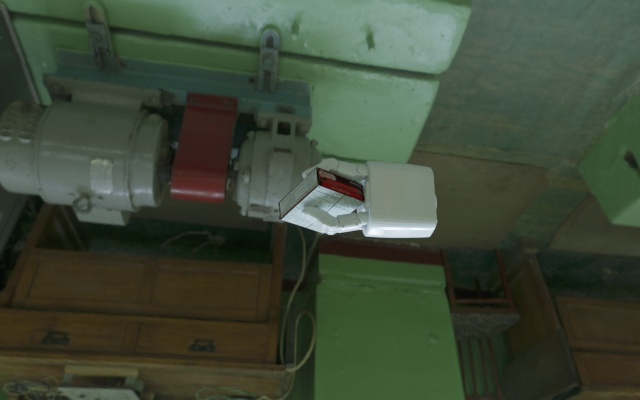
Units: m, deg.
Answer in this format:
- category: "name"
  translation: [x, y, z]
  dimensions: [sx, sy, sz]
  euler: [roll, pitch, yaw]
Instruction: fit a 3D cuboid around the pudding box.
- category: "pudding box"
  translation: [0.000, 0.003, 0.748]
  dimensions: [0.090, 0.039, 0.113]
  euler: [20, -43, -30]
